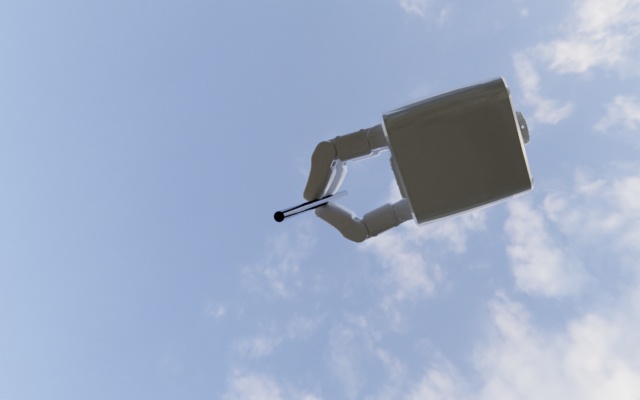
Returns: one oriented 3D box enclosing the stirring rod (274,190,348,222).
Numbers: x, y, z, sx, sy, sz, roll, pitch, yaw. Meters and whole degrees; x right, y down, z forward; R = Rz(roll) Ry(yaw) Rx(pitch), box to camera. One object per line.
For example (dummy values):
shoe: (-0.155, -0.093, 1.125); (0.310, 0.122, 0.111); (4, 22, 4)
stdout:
stirring rod: (0.000, 0.002, 0.449); (0.011, 0.011, 0.239); (0, 5, 14)
